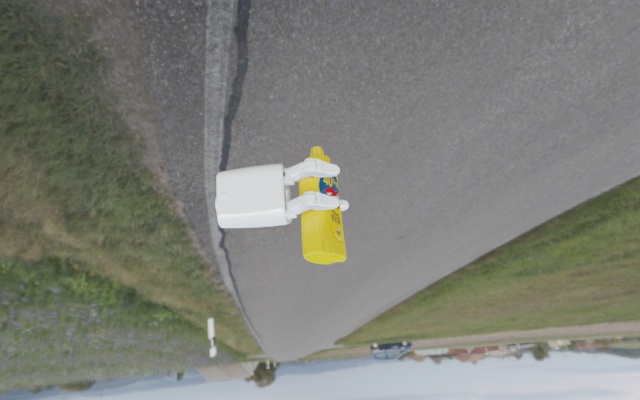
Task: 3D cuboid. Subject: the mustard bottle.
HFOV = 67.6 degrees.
[{"bbox_3d":[0.000,0.003,0.774,0.058,0.191,0.096,-14,-20,25],"label":"mustard bottle"}]
